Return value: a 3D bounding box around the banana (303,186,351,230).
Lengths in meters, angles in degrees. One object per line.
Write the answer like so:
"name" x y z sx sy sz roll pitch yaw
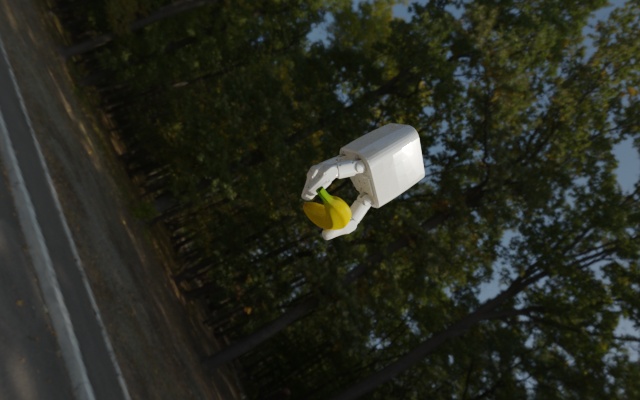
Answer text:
"banana" 0.012 0.017 0.744 0.037 0.069 0.198 -36 -2 -13
